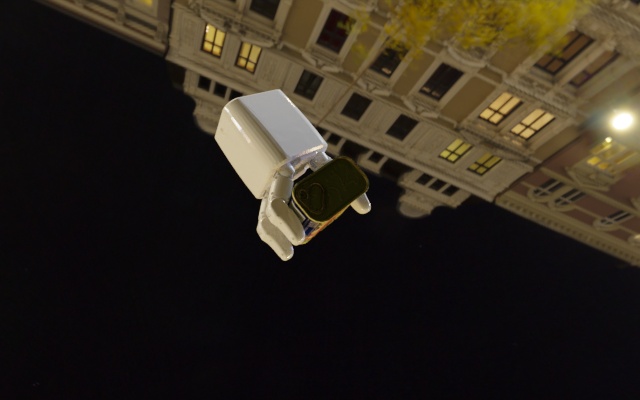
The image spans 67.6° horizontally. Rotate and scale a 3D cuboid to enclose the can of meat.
[{"bbox_3d":[0.000,0.002,0.603,0.102,0.057,0.084,-36,-8,-32],"label":"can of meat"}]
